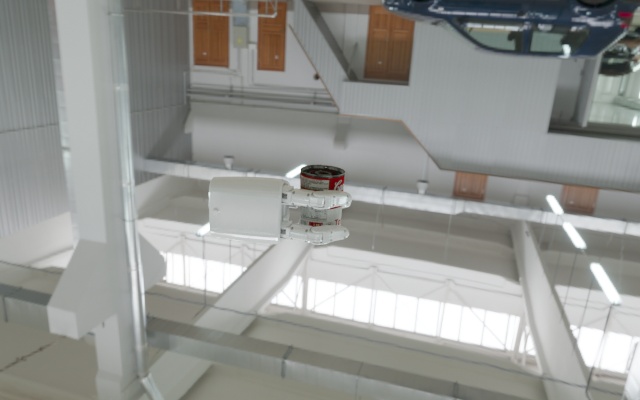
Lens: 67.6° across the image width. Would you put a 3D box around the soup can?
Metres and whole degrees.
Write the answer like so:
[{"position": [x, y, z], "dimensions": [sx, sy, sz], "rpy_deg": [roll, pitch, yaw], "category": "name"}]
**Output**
[{"position": [0.001, 0.003, 0.732], "dimensions": [0.068, 0.102, 0.068], "rpy_deg": [3, 17, -1], "category": "soup can"}]
